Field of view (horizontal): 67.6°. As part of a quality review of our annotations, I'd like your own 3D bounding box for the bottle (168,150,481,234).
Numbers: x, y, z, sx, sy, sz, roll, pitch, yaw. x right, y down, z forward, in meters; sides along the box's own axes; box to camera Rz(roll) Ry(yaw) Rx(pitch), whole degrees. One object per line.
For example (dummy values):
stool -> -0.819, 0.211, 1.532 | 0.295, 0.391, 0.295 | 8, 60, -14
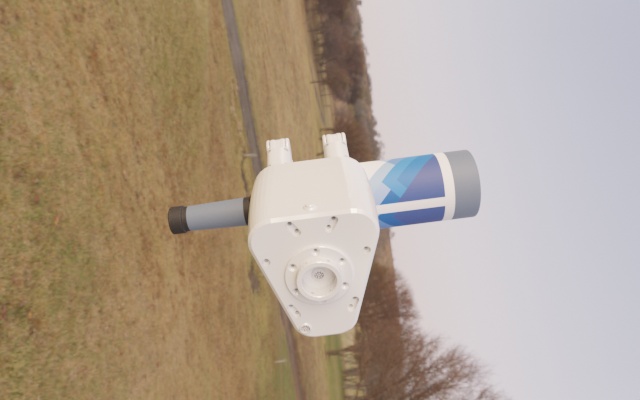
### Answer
bottle -> 0.000, 0.001, 0.469 | 0.296, 0.069, 0.069 | -7, 0, 0
